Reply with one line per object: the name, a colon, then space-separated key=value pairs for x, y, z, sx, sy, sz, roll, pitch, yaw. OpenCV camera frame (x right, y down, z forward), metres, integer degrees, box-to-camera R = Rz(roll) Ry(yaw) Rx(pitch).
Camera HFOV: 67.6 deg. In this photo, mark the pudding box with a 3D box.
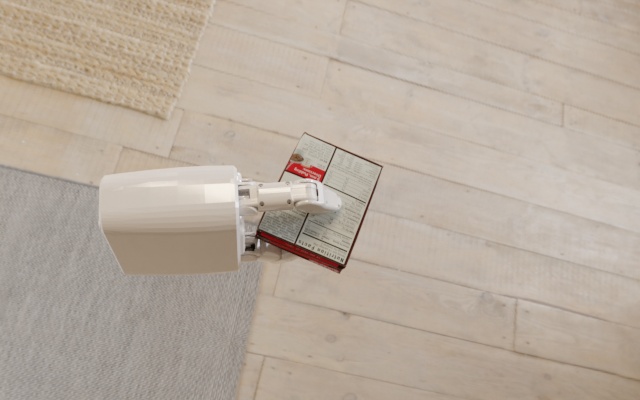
pudding box: x=0.000 y=0.001 z=0.460 sx=0.090 sy=0.113 sz=0.039 roll=24 pitch=-18 yaw=-1
